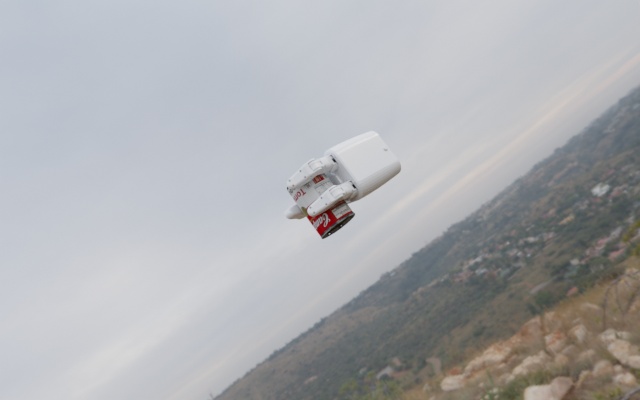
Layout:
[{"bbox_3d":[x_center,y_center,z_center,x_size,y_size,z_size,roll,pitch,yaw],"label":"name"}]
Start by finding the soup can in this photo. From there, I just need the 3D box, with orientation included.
[{"bbox_3d":[0.000,0.003,0.782,0.068,0.102,0.068,-35,-11,-8],"label":"soup can"}]
